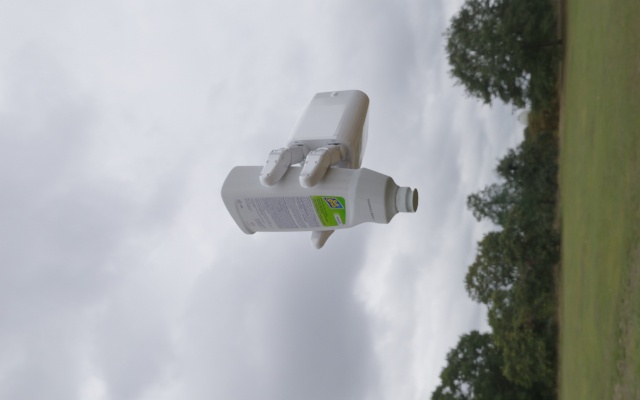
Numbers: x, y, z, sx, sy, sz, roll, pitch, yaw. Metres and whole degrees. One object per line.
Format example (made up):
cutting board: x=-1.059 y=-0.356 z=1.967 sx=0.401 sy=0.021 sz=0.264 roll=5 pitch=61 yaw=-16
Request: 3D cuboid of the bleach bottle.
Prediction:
bleach bottle: x=0.000 y=0.002 z=0.613 sx=0.251 sy=0.068 sz=0.103 roll=2 pitch=-40 yaw=25
